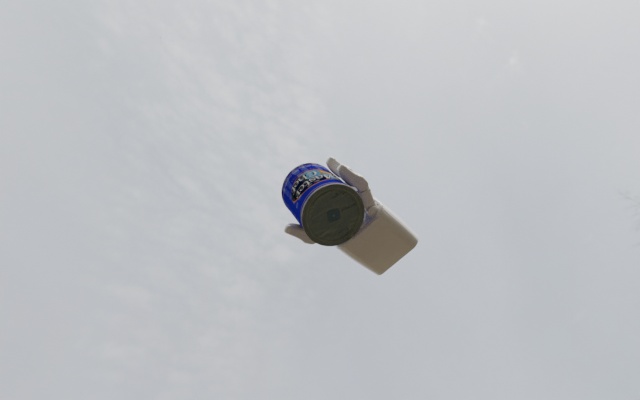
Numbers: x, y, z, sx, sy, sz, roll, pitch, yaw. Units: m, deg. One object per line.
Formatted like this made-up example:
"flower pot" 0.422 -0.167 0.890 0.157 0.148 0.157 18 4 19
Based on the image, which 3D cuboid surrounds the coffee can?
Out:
"coffee can" 0.000 0.003 0.798 0.103 0.103 0.140 0 18 -18
